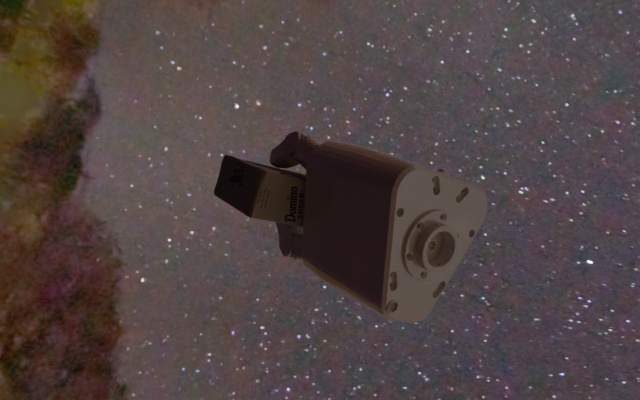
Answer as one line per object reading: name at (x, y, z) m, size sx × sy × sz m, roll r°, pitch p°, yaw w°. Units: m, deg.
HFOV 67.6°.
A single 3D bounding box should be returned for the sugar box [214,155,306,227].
sugar box at (0.000, 0.001, 0.449) m, size 0.176 × 0.048 × 0.093 m, roll 16°, pitch 4°, yaw -33°
